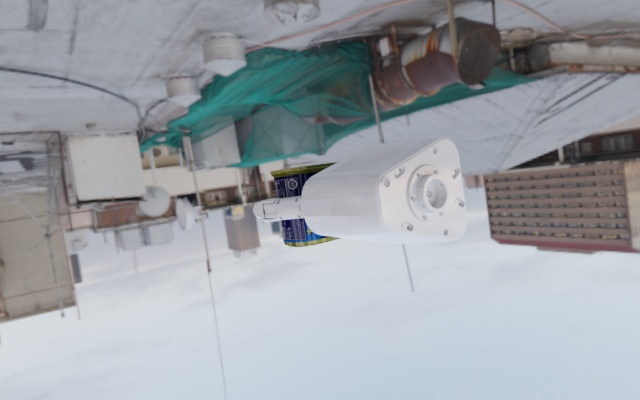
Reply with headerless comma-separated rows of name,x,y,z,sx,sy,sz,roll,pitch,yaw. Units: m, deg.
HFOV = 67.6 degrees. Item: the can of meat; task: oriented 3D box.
can of meat,0.000,0.002,0.536,0.102,0.084,0.057,-11,4,-38
